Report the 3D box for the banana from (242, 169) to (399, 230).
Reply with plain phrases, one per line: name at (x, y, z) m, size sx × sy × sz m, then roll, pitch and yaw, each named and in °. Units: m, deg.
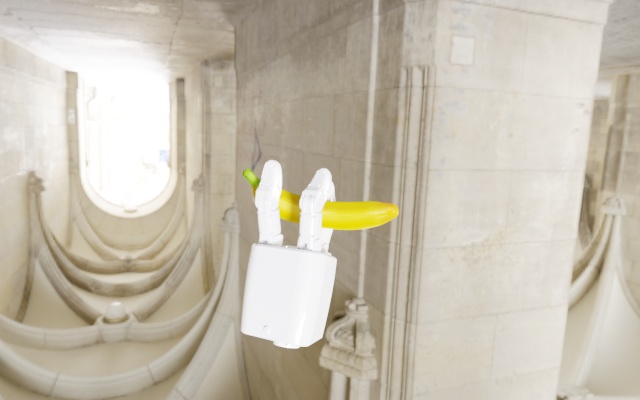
banana at (-0.003, 0.009, 0.603) m, size 0.198 × 0.037 × 0.070 m, roll 12°, pitch -25°, yaw 8°
